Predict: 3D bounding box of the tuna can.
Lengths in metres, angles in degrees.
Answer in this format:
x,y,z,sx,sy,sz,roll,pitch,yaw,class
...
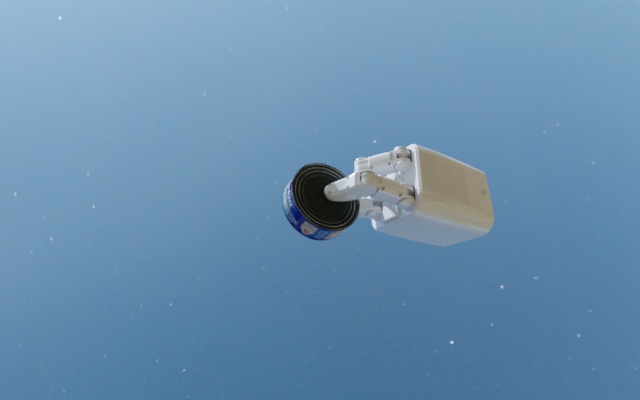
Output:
x,y,z,sx,sy,sz,roll,pitch,yaw,class
0.000,0.002,0.548,0.086,0.086,0.034,0,-27,-30,tuna can
